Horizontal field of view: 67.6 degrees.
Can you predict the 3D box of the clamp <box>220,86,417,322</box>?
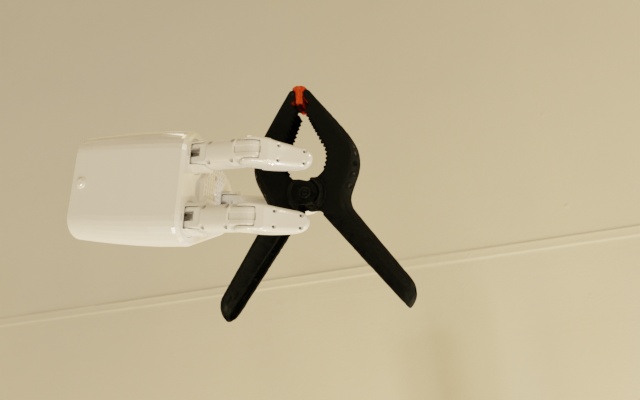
[{"bbox_3d":[0.000,0.001,0.416,0.164,0.210,0.036,0,-13,9],"label":"clamp"}]
